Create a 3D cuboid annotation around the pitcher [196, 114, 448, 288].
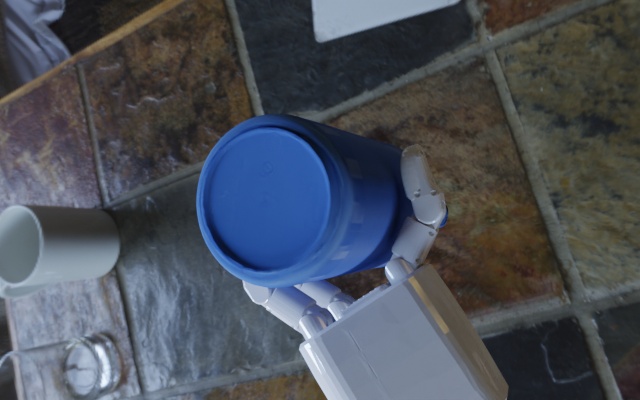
[{"bbox_3d":[0.000,0.001,0.401,0.149,0.145,0.243,-38,-14,17],"label":"pitcher"}]
